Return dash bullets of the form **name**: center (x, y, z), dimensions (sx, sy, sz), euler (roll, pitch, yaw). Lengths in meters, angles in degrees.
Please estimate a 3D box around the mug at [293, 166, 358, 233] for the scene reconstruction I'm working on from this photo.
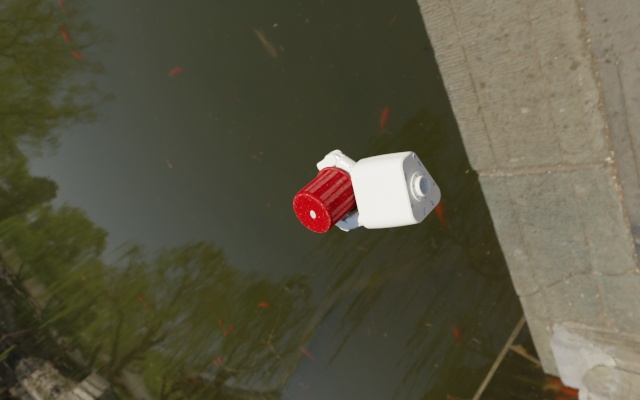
- **mug**: center (-0.001, 0.003, 0.826), dimensions (0.117, 0.093, 0.081), euler (-10, 25, 48)
